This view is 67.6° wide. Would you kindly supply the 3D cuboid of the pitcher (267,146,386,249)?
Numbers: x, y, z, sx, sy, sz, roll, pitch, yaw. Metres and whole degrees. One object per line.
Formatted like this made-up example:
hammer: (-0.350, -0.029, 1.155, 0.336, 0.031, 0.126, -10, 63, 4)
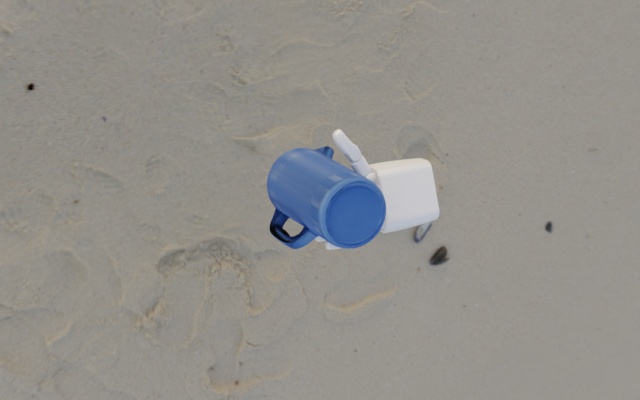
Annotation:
pitcher: (0.000, 0.002, 0.784, 0.145, 0.149, 0.242, -11, 17, -19)
